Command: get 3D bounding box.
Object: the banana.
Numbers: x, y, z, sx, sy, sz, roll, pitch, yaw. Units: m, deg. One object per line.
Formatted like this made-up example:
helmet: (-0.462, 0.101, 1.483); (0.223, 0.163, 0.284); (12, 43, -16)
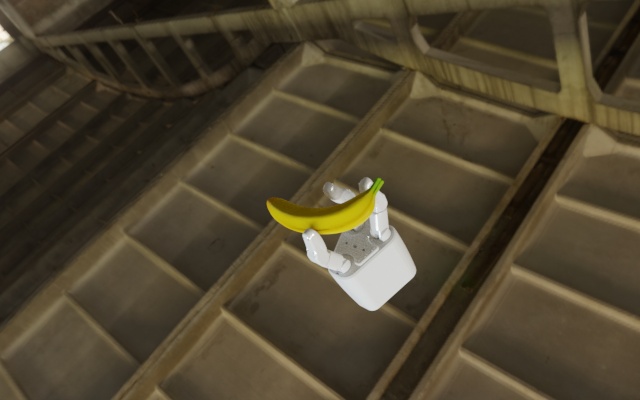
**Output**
banana: (-0.001, 0.017, 0.676); (0.198, 0.069, 0.037); (-8, -40, 31)
